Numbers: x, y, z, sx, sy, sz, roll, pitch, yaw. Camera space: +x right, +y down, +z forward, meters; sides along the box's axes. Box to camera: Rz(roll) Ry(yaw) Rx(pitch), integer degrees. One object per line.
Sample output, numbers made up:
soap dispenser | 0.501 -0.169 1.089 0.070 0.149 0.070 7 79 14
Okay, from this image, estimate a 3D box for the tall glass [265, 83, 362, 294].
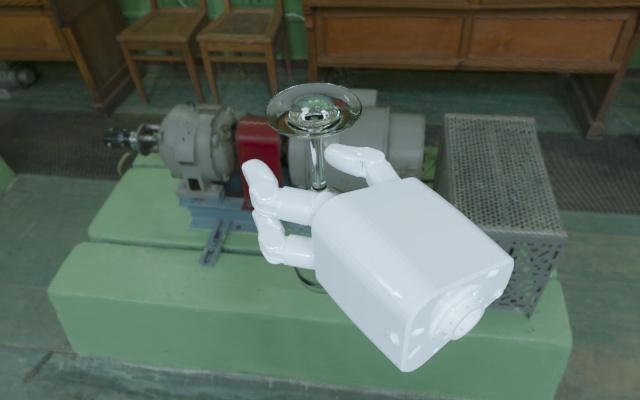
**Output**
tall glass | 0.000 0.001 0.433 0.079 0.201 0.079 -2 44 2
